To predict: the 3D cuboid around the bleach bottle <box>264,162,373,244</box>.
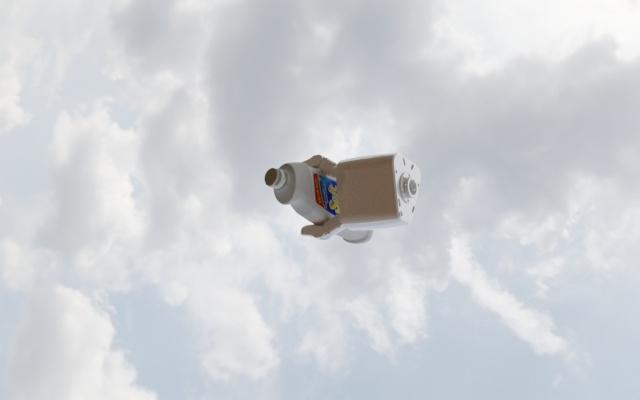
[{"bbox_3d":[0.000,0.003,0.822,0.068,0.102,0.251,-6,-18,38],"label":"bleach bottle"}]
